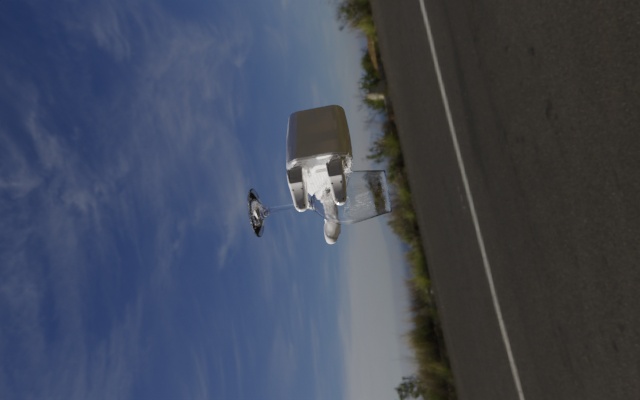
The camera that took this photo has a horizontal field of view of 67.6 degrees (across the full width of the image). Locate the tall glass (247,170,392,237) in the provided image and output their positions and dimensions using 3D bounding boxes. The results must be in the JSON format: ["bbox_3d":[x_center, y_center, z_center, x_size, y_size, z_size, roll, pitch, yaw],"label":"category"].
[{"bbox_3d":[-0.001,0.003,0.700,0.201,0.079,0.079,-9,-1,8],"label":"tall glass"}]
